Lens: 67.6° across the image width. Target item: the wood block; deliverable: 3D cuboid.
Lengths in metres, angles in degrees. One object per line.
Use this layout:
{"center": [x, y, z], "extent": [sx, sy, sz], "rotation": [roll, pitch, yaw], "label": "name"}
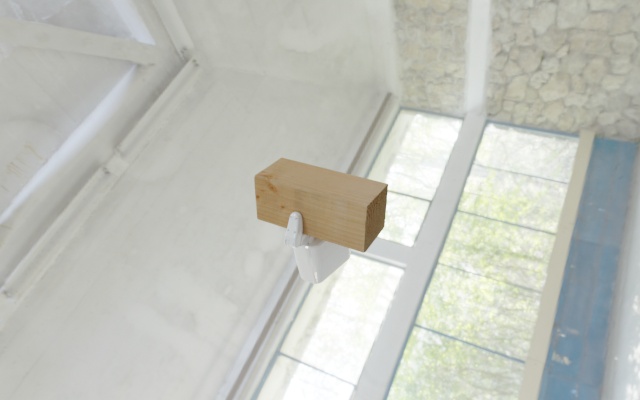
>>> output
{"center": [0.000, 0.003, 0.810], "extent": [0.206, 0.090, 0.090], "rotation": [15, 33, 24], "label": "wood block"}
